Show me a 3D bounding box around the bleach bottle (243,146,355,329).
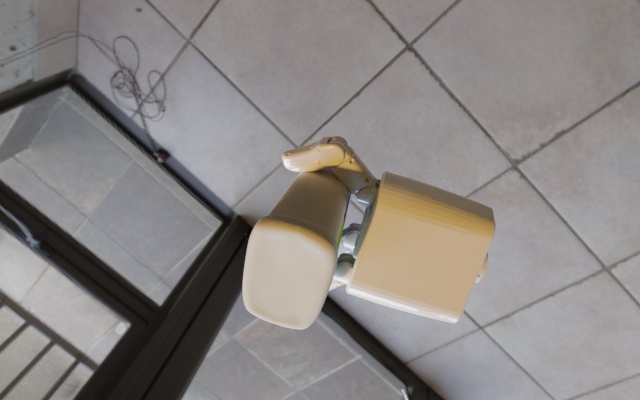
[{"bbox_3d":[0.000,0.002,0.463,0.068,0.103,0.250,17,32,4],"label":"bleach bottle"}]
